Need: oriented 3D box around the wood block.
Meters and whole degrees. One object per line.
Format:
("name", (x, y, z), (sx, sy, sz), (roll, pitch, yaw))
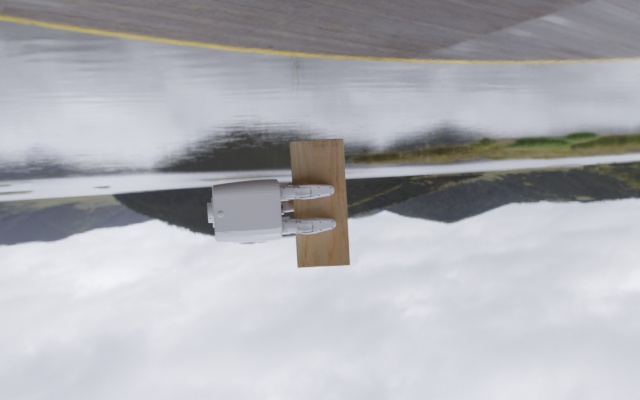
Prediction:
("wood block", (0.000, 0.003, 0.815), (0.090, 0.206, 0.091), (-3, 3, 0))
